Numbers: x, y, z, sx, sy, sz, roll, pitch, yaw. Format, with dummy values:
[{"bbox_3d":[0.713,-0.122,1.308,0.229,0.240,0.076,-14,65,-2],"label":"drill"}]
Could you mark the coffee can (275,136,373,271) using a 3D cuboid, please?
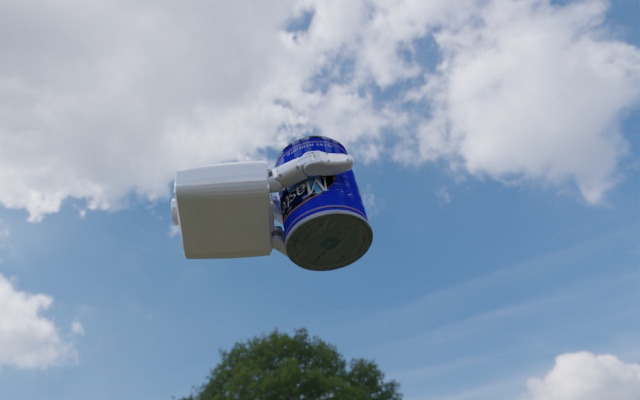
[{"bbox_3d":[0.000,0.002,0.598,0.103,0.103,0.140,-6,46,-6],"label":"coffee can"}]
